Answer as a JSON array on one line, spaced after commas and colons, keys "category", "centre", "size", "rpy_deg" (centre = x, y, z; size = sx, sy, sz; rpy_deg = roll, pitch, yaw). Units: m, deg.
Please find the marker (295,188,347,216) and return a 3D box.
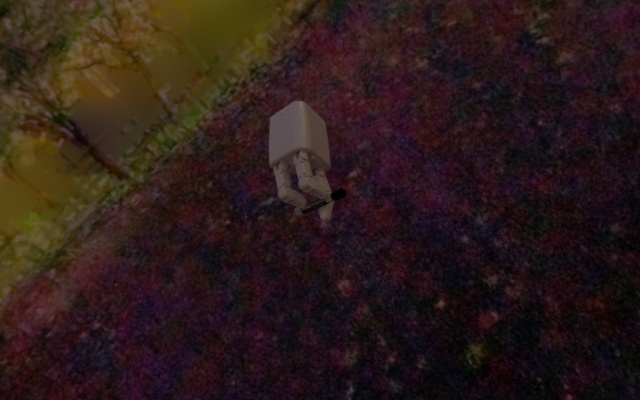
[{"category": "marker", "centre": [0.000, 0.003, 0.886], "size": [0.121, 0.020, 0.020], "rpy_deg": [-24, -15, 38]}]
